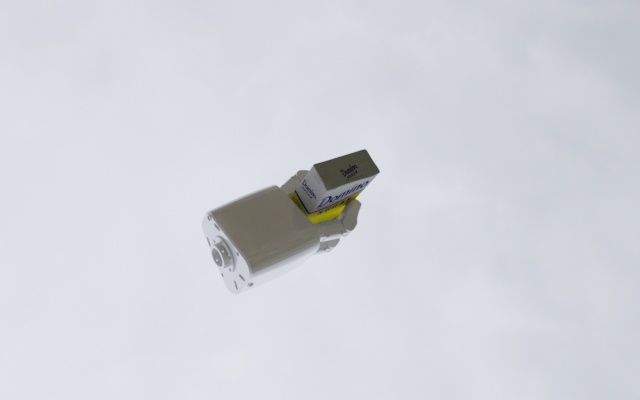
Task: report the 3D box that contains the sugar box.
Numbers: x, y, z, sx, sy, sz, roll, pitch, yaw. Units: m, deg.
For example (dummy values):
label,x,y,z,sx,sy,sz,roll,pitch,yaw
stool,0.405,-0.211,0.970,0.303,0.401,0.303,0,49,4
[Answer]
label,x,y,z,sx,sy,sz,roll,pitch,yaw
sugar box,0.000,0.003,0.667,0.093,0.048,0.176,-20,-16,-35
